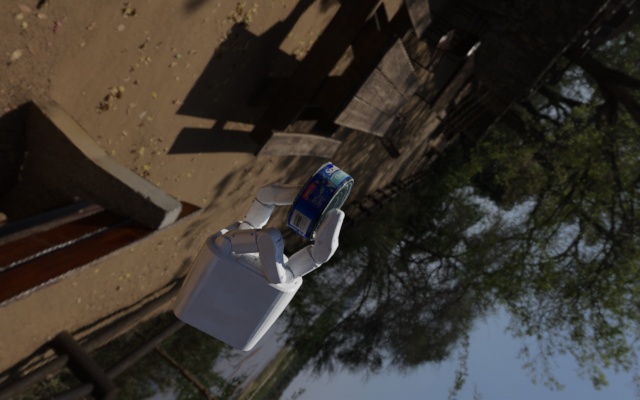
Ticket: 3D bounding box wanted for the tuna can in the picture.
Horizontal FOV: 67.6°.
[{"bbox_3d":[0.001,0.002,0.530,0.033,0.086,0.086,35,8,11],"label":"tuna can"}]
